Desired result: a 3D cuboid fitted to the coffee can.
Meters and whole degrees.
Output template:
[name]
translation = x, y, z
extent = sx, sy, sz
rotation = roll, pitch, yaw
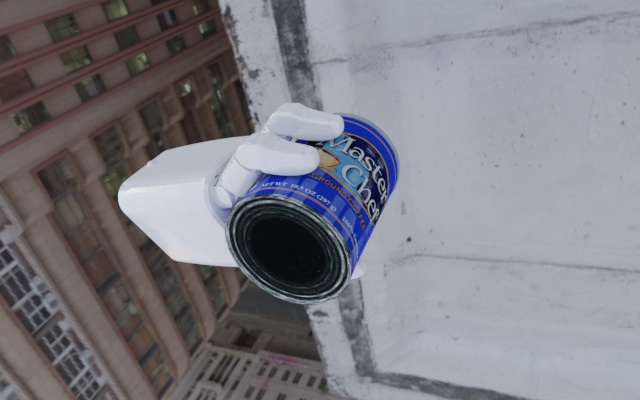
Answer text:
[coffee can]
translation = 0.000, 0.001, 0.402
extent = 0.103, 0.103, 0.140
rotation = 0, 33, 26
